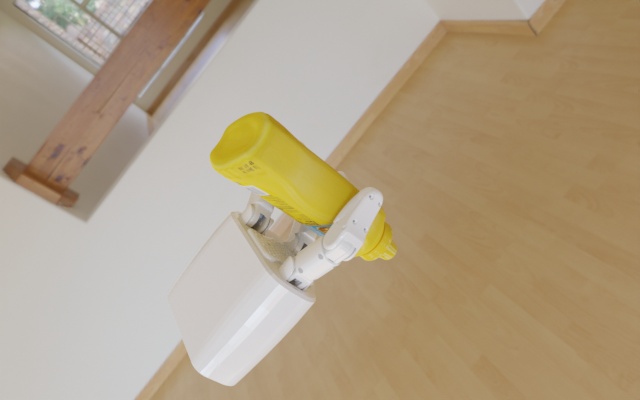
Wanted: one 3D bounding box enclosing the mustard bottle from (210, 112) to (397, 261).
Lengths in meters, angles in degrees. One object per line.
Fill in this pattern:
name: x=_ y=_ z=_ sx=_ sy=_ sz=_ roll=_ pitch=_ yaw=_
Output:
mustard bottle: x=0.000 y=0.001 z=0.420 sx=0.192 sy=0.058 sz=0.096 roll=37 pitch=-16 yaw=-28
